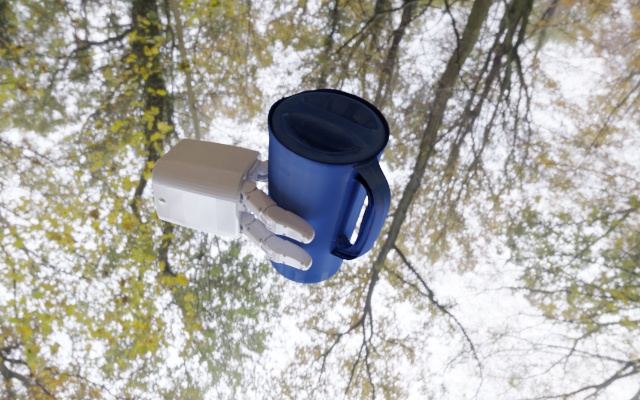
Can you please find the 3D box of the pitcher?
[{"bbox_3d":[0.000,0.002,0.587,0.145,0.149,0.243,11,-45,1],"label":"pitcher"}]
